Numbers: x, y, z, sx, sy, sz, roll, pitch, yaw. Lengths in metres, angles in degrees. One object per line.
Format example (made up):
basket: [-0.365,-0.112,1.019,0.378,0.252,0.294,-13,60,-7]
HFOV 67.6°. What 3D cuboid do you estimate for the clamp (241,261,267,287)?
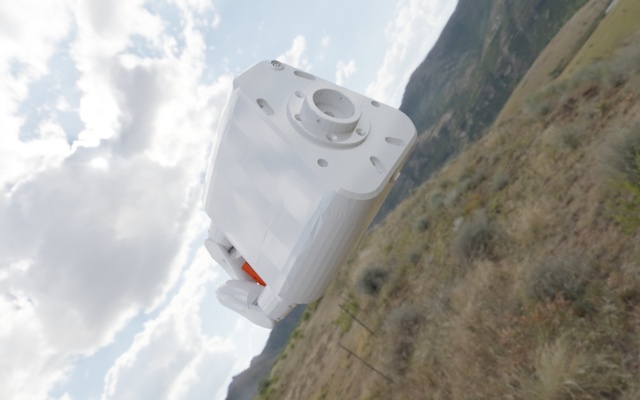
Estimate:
clamp: [-0.001,0.001,0.408,0.039,0.120,0.171,34,46,5]
